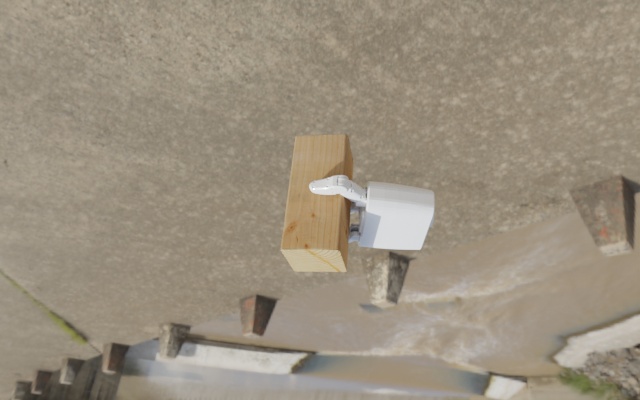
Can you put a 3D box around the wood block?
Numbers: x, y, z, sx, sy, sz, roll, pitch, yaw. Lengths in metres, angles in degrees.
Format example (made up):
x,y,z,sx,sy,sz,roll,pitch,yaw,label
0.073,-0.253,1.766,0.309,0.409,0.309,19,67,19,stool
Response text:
x,y,z,sx,sy,sz,roll,pitch,yaw,label
0.000,0.003,0.775,0.090,0.206,0.091,-1,-29,11,wood block
